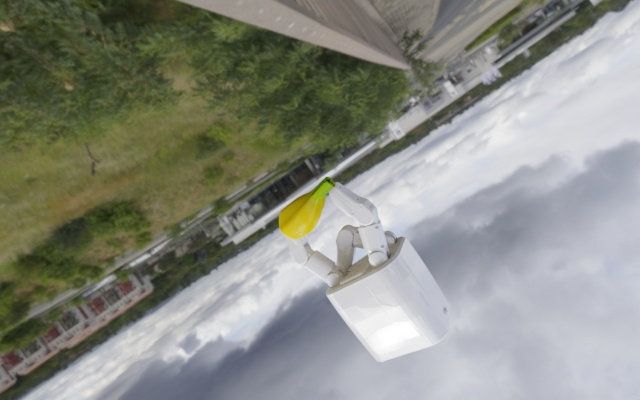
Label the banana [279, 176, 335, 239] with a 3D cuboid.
[{"bbox_3d":[-0.015,0.012,0.525,0.069,0.037,0.198,-36,1,-3],"label":"banana"}]
